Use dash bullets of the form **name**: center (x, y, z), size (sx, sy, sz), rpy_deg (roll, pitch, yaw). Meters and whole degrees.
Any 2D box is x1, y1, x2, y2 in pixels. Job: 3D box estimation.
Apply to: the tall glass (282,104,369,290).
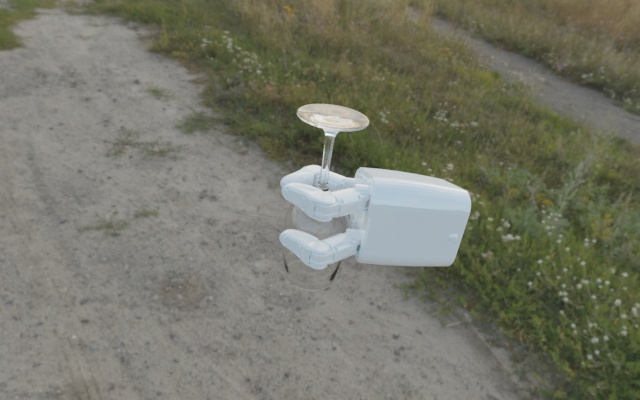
- **tall glass**: center (0.000, 0.001, 0.528), size (0.079, 0.201, 0.079), rpy_deg (7, 28, -4)
